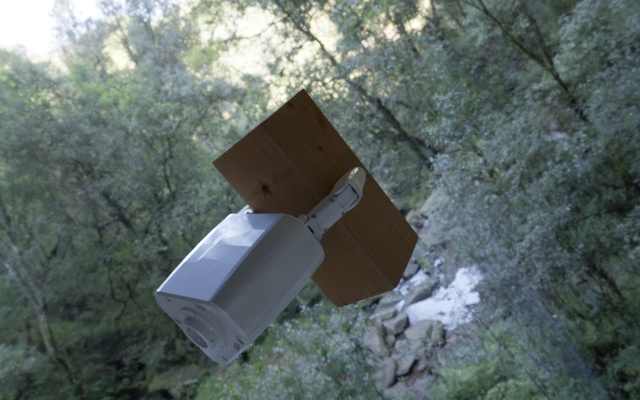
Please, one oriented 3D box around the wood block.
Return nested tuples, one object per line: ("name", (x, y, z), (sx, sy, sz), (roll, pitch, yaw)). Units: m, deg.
("wood block", (0.000, 0.002, 0.505), (0.091, 0.206, 0.090), (-29, 16, 40))
